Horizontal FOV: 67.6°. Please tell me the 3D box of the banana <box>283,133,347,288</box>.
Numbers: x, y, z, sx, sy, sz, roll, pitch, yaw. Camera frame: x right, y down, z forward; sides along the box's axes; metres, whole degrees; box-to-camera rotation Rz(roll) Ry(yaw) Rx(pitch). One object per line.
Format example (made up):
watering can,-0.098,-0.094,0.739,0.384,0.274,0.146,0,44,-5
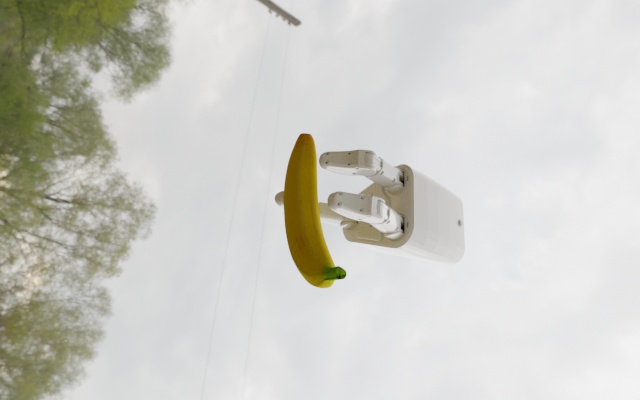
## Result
banana,-0.010,0.016,0.487,0.037,0.197,0.070,20,-52,-33
